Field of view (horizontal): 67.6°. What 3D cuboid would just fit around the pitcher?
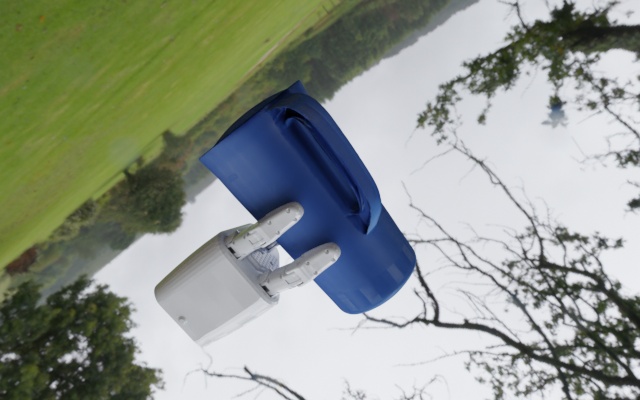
[{"bbox_3d":[0.000,0.002,0.510,0.145,0.243,0.149,-36,12,14],"label":"pitcher"}]
